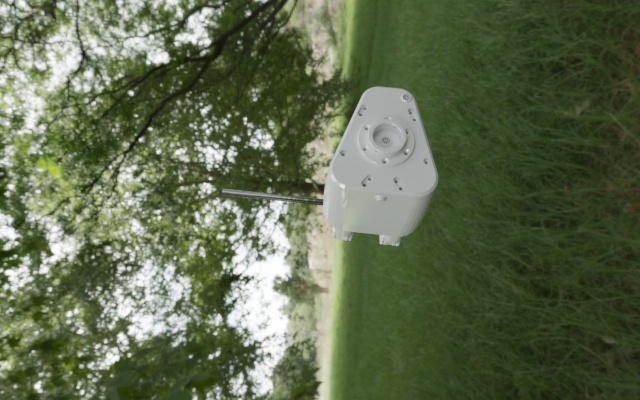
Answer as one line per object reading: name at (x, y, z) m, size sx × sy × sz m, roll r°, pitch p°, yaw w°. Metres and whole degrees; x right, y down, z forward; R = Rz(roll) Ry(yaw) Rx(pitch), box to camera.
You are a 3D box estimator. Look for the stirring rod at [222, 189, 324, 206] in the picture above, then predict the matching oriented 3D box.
stirring rod at (0.000, 0.002, 0.580) m, size 0.239 × 0.011 × 0.011 m, roll 6°, pitch 0°, yaw 2°
